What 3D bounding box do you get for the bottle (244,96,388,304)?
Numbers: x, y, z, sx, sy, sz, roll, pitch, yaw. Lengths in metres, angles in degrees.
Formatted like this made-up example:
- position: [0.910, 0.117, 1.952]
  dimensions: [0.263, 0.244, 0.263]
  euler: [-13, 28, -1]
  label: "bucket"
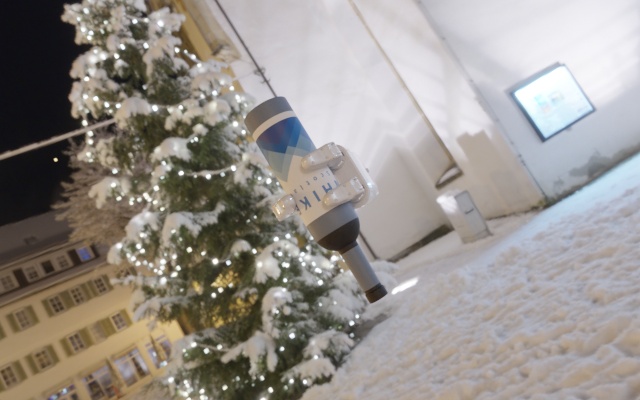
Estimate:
- position: [0.000, 0.002, 0.635]
  dimensions: [0.069, 0.295, 0.069]
  euler: [-31, -7, -4]
  label: "bottle"
